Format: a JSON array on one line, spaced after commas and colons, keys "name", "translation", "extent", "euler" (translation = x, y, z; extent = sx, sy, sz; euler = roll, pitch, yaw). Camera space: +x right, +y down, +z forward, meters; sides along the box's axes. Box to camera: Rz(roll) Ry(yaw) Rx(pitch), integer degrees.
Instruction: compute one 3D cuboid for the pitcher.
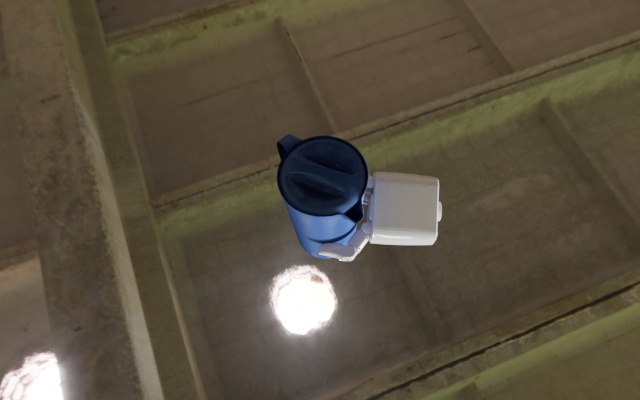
[{"name": "pitcher", "translation": [0.000, 0.003, 0.794], "extent": [0.145, 0.149, 0.243], "euler": [3, -25, 3]}]
